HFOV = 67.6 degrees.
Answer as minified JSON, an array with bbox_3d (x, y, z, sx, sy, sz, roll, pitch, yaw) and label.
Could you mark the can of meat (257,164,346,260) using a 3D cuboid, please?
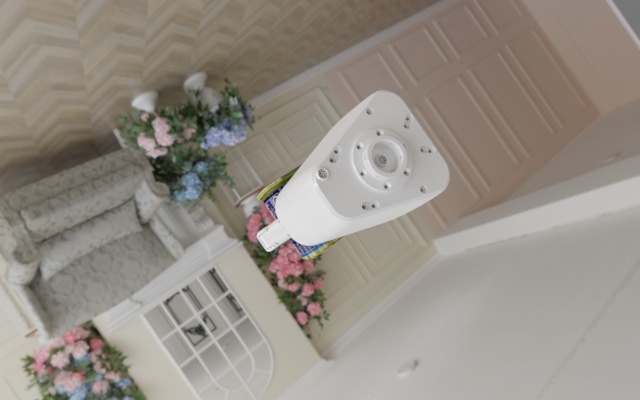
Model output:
[{"bbox_3d":[0.000,0.002,0.500,0.102,0.084,0.057,-34,-1,-25],"label":"can of meat"}]
